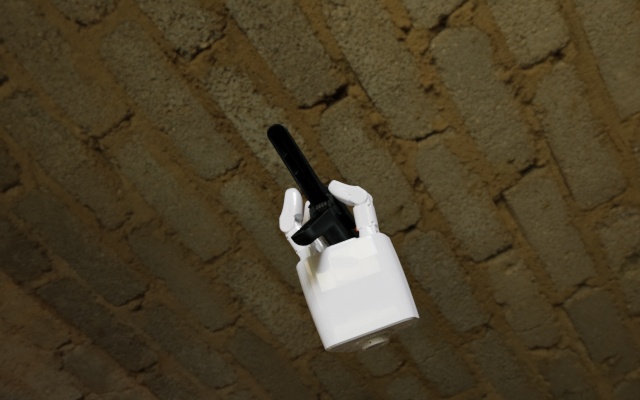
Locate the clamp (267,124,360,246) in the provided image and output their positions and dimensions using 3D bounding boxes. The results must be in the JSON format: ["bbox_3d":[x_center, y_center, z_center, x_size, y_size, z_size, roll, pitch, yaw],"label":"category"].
[{"bbox_3d":[0.001,0.002,0.613,0.036,0.164,0.210,-25,-26,17],"label":"clamp"}]
